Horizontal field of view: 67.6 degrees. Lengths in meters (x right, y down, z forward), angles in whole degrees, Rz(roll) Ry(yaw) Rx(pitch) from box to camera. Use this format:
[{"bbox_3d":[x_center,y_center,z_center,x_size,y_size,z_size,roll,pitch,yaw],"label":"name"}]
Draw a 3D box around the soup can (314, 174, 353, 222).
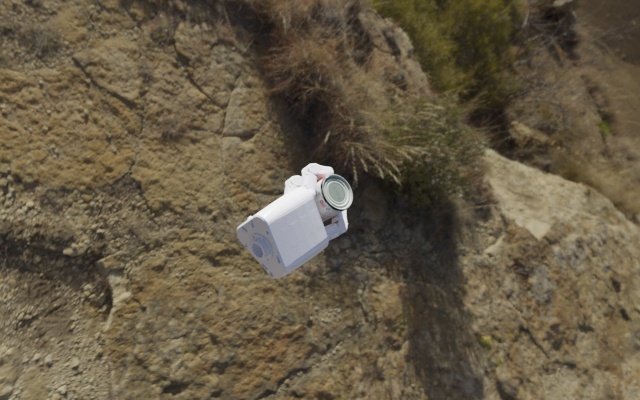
[{"bbox_3d":[0.001,0.003,0.841,0.068,0.068,0.102,0,-20,-38],"label":"soup can"}]
